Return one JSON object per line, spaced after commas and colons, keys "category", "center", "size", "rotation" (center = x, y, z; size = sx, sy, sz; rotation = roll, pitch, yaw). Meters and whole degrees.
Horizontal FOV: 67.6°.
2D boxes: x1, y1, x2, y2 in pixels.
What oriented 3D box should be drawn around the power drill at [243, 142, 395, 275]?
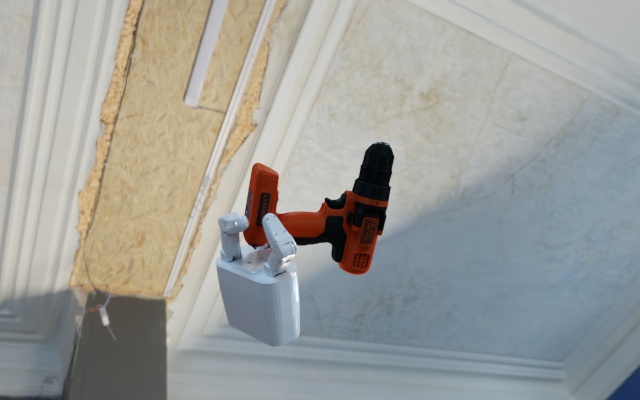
{"category": "power drill", "center": [0.000, 0.002, 0.625], "size": [0.187, 0.184, 0.057], "rotation": [9, 9, -16]}
